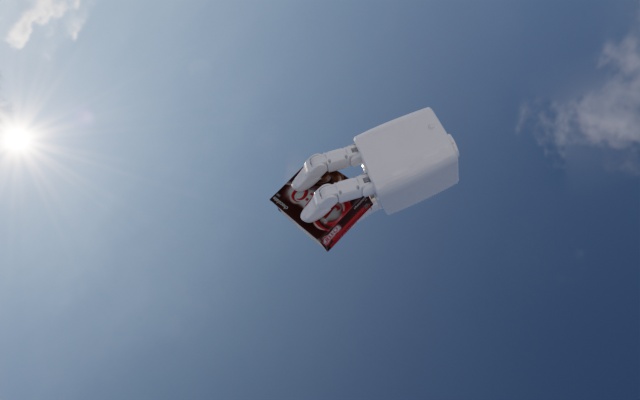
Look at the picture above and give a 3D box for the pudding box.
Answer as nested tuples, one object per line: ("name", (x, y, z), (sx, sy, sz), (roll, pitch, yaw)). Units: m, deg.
("pudding box", (0.000, 0.002, 0.642), (0.113, 0.090, 0.039), (36, -14, 40))
